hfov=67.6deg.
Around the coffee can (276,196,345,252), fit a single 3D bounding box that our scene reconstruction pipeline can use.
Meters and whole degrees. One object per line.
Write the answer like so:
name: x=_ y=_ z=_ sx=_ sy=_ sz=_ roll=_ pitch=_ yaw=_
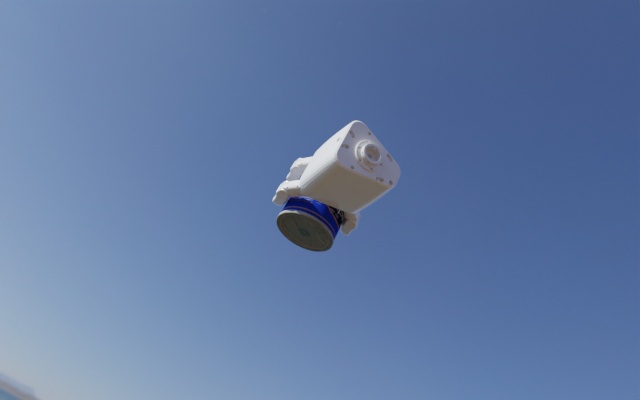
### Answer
coffee can: x=0.000 y=0.003 z=0.827 sx=0.103 sy=0.140 sz=0.103 roll=19 pitch=-35 yaw=14
